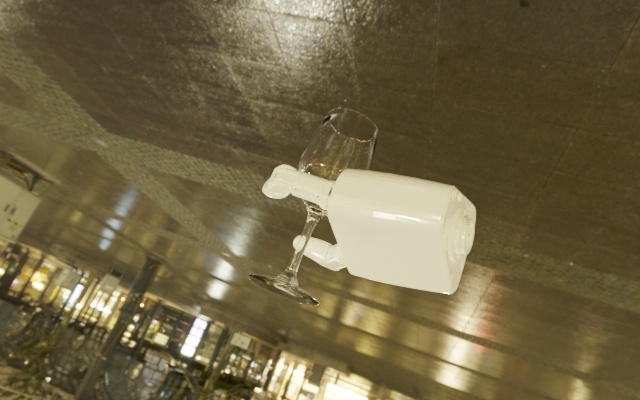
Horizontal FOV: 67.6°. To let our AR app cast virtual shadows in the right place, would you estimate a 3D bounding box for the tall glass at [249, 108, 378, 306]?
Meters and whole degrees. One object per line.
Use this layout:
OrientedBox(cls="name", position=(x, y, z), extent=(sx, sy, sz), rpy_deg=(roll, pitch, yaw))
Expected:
OrientedBox(cls="tall glass", position=(0.000, 0.002, 0.499), extent=(0.079, 0.201, 0.079), rpy_deg=(19, -21, 8))
